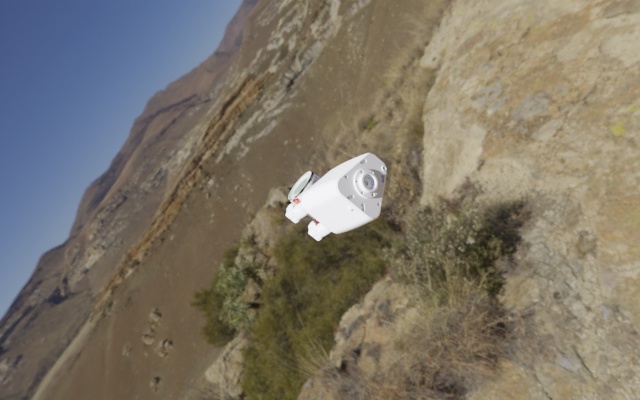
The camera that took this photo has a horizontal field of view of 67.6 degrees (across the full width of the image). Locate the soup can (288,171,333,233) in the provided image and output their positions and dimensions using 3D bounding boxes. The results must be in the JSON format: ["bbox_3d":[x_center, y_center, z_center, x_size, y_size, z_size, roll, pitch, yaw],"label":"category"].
[{"bbox_3d":[0.000,0.003,0.875,0.102,0.068,0.068,39,-13,-17],"label":"soup can"}]
